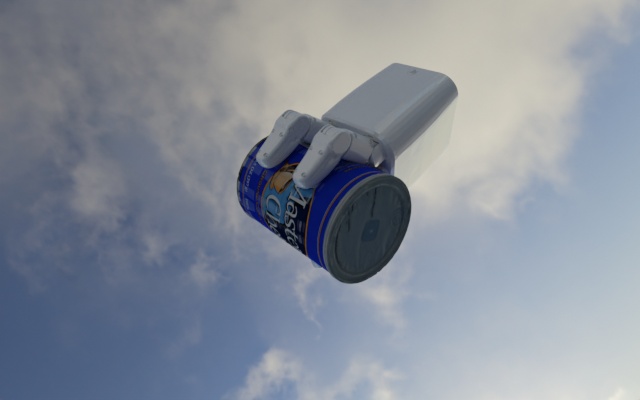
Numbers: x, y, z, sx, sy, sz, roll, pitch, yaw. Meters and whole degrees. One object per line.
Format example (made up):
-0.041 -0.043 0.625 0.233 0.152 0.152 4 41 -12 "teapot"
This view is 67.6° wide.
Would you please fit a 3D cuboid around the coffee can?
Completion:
0.000 0.002 0.457 0.103 0.103 0.140 0 21 -44 "coffee can"
